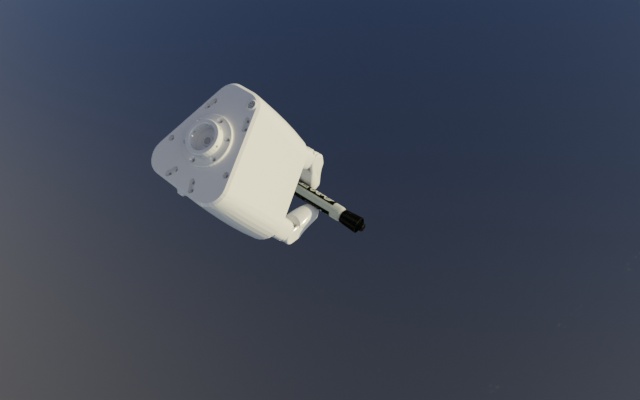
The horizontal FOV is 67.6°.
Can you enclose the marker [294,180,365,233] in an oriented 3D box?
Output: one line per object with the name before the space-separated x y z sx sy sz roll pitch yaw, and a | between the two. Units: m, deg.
marker | 0.000 0.002 0.546 0.121 0.020 0.020 32 15 26
